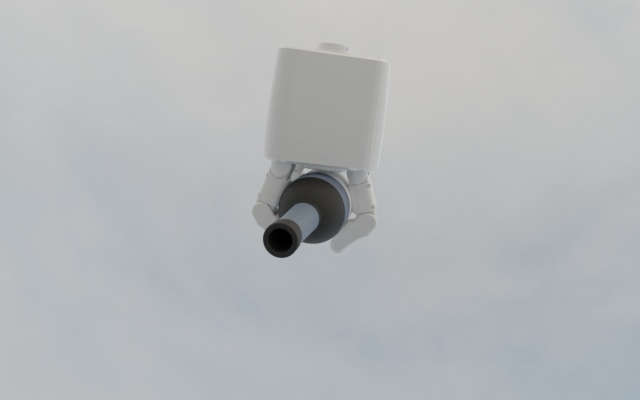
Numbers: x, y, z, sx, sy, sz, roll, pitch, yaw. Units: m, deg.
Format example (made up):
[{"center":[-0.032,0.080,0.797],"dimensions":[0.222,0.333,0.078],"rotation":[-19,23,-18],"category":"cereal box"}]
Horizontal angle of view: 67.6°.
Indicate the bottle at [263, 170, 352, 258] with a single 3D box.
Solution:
[{"center":[0.000,0.002,0.492],"dimensions":[0.069,0.069,0.295],"rotation":[0,11,12],"category":"bottle"}]
